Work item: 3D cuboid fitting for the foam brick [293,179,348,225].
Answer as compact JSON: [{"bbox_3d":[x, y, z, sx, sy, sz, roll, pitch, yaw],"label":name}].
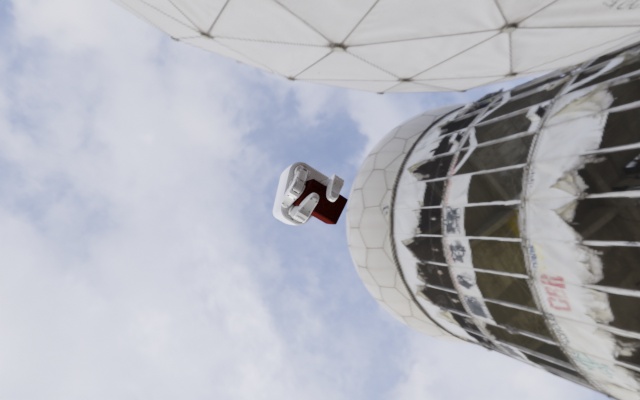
[{"bbox_3d":[0.000,0.003,0.867,0.078,0.053,0.051,31,-11,-13],"label":"foam brick"}]
